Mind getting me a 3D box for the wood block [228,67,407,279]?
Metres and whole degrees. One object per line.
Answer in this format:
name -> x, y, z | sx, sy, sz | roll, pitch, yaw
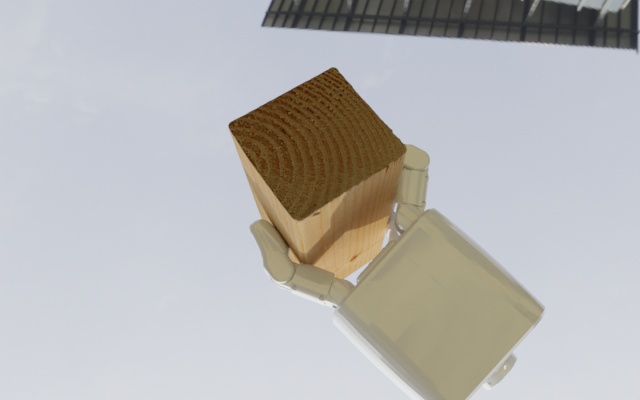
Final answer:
wood block -> 0.000, 0.002, 0.407 | 0.091, 0.090, 0.206 | -32, -22, -13
